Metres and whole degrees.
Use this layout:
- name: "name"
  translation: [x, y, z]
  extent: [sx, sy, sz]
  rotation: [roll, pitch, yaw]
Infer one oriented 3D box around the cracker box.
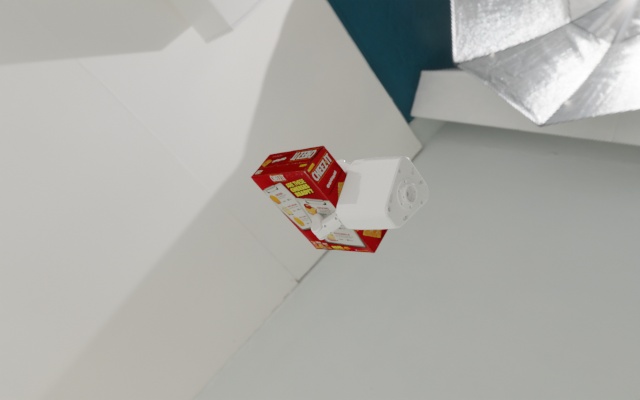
- name: "cracker box"
  translation: [0.000, 0.003, 0.876]
  extent: [0.164, 0.072, 0.214]
  rotation: [-2, -44, 49]
